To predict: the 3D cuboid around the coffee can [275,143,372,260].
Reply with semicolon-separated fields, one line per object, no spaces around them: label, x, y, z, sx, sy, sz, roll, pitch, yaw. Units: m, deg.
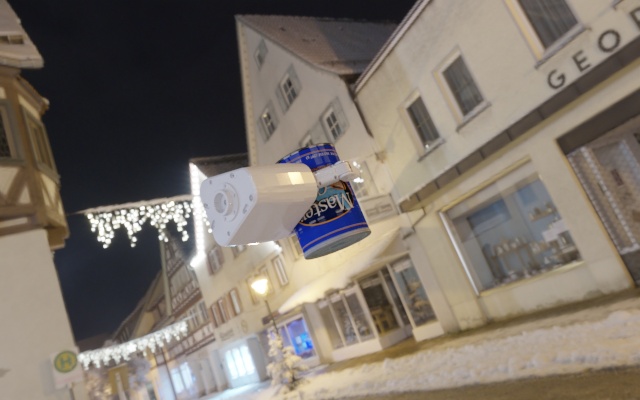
coffee can;0.000;0.002;0.694;0.103;0.140;0.103;-21;-13;-5
